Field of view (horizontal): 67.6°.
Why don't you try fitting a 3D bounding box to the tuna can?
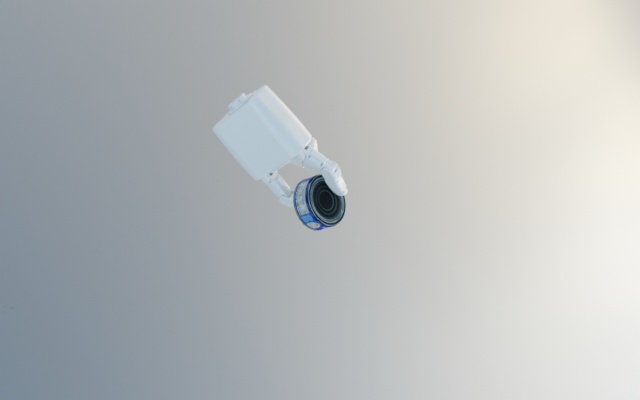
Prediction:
[{"bbox_3d":[0.001,0.002,0.750,0.086,0.086,0.034,0,-13,-45],"label":"tuna can"}]
